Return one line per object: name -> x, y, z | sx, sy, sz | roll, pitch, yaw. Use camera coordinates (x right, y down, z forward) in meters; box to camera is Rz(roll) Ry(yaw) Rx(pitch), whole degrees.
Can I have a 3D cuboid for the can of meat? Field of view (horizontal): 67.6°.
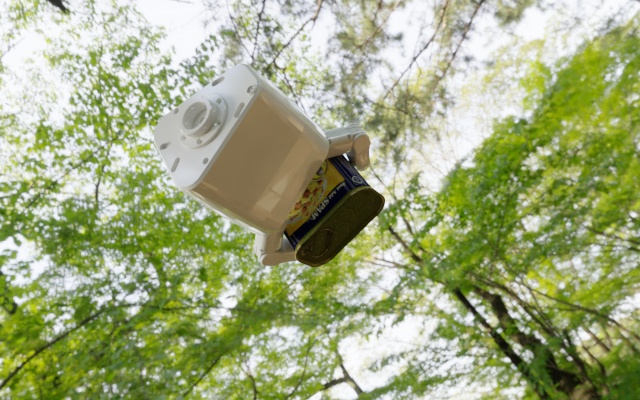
can of meat -> 0.000, 0.001, 0.485 | 0.057, 0.102, 0.084 | 30, 19, -52
